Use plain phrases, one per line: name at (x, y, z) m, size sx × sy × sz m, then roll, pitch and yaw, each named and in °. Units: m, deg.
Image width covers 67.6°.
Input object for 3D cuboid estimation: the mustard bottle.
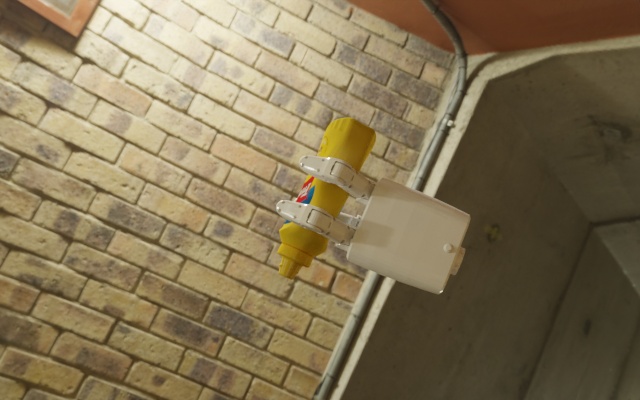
mustard bottle at (0.000, 0.001, 0.559) m, size 0.058 × 0.191 × 0.096 m, roll 27°, pitch -11°, yaw -12°
